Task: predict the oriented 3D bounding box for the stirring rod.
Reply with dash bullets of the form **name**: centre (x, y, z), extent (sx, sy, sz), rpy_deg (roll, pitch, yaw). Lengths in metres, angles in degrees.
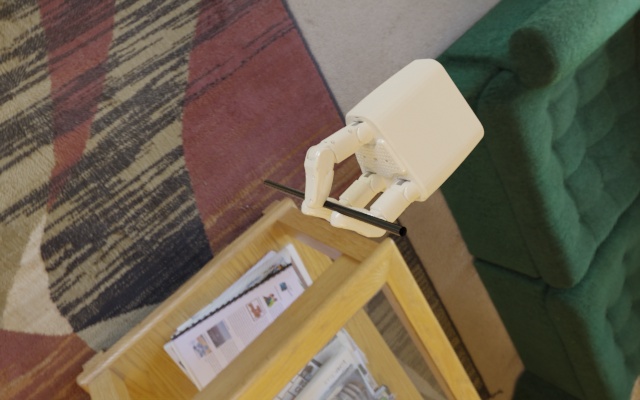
- **stirring rod**: centre (0.000, 0.001, 0.470), extent (0.011, 0.011, 0.239), rpy_deg (0, 11, -33)
